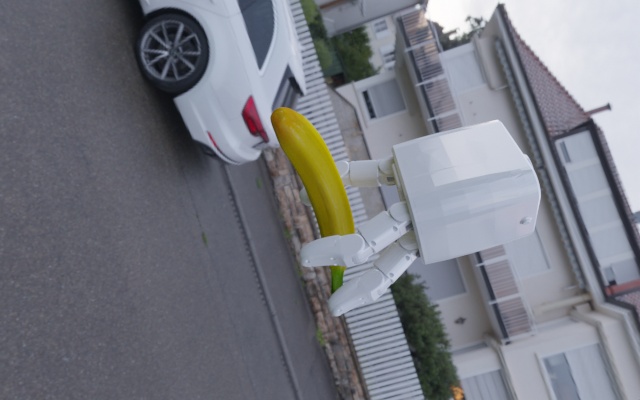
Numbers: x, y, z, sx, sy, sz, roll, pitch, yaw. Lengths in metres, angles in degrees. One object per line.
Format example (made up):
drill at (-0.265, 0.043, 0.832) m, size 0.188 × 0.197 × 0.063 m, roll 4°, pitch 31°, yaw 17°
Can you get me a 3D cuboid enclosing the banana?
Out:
banana at (0.002, -0.006, 0.437) m, size 0.037 × 0.198 × 0.069 m, roll -13°, pitch 32°, yaw 11°
